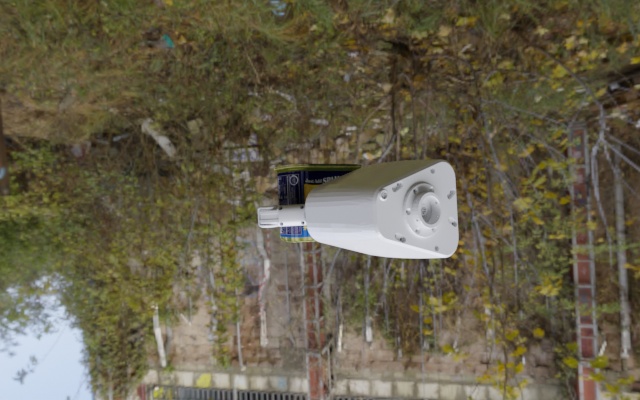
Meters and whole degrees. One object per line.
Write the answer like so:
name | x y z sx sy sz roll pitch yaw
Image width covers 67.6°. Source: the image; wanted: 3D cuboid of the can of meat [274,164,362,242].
can of meat | 0.000 0.002 0.547 0.102 0.084 0.057 -3 0 -36
